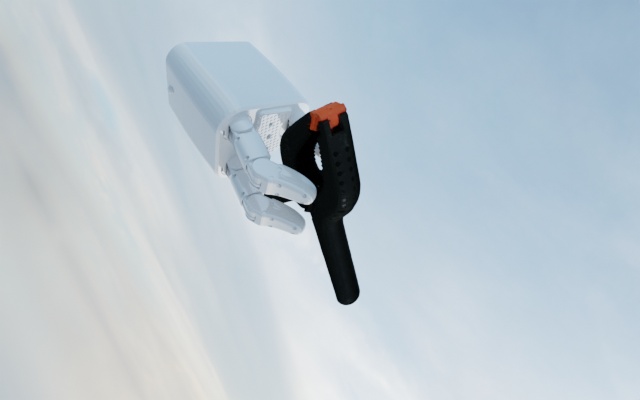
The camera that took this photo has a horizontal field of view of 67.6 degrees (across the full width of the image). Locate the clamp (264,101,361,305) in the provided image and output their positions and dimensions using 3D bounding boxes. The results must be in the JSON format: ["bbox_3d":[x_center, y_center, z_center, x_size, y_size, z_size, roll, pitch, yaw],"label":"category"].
[{"bbox_3d":[0.001,0.001,0.448,0.036,0.164,0.210,-29,-22,-28],"label":"clamp"}]
